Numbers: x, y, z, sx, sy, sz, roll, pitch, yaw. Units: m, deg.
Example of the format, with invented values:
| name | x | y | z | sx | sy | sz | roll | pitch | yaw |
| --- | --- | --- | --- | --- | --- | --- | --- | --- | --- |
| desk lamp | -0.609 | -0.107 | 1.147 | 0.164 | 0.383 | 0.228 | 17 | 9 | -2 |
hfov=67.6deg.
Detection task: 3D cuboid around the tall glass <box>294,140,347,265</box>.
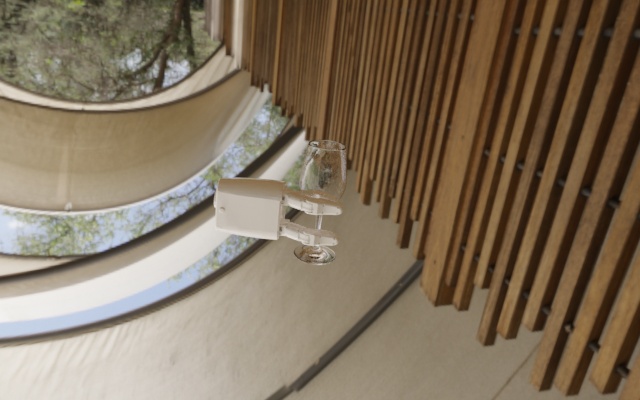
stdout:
| name | x | y | z | sx | sy | sz | roll | pitch | yaw |
| --- | --- | --- | --- | --- | --- | --- | --- | --- | --- |
| tall glass | 0.000 | 0.003 | 0.804 | 0.079 | 0.201 | 0.079 | 6 | 21 | -2 |
